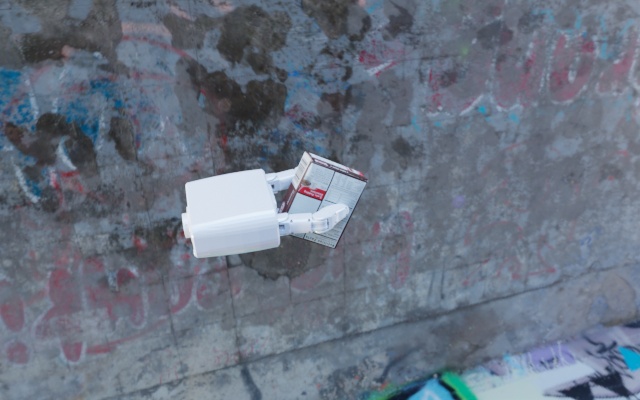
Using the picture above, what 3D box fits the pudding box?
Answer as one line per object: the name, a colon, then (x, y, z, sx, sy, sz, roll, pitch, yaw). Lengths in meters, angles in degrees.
pudding box: (0.000, 0.002, 0.650, 0.090, 0.113, 0.039, 19, 19, -22)
